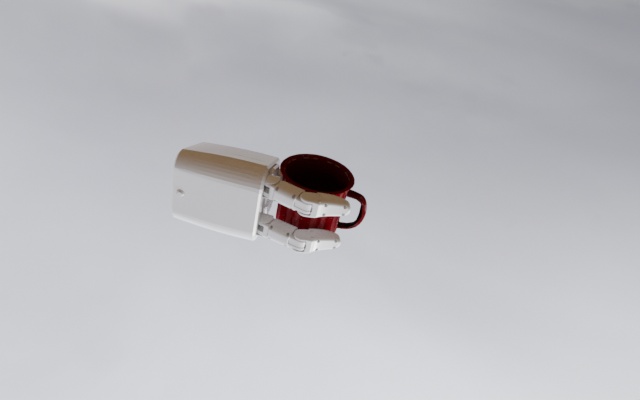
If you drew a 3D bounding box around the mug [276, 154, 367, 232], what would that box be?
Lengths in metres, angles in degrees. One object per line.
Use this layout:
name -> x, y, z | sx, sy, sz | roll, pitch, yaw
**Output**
mug -> 0.001, 0.002, 0.602 | 0.117, 0.081, 0.093 | 15, 32, 2
